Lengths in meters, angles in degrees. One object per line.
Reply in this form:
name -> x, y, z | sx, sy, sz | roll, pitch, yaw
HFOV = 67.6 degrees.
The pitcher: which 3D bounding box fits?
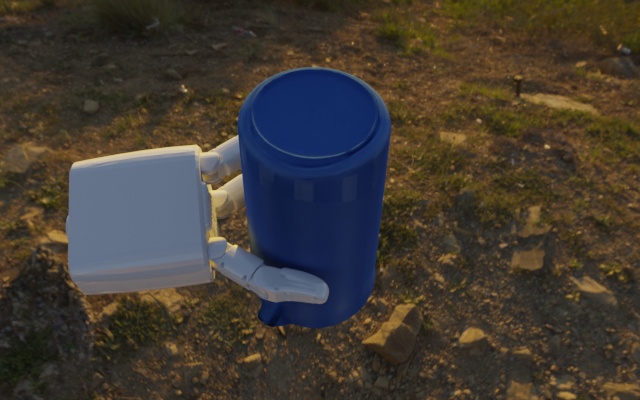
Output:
pitcher -> 0.000, 0.001, 0.430 | 0.145, 0.149, 0.243 | -6, -35, -5
